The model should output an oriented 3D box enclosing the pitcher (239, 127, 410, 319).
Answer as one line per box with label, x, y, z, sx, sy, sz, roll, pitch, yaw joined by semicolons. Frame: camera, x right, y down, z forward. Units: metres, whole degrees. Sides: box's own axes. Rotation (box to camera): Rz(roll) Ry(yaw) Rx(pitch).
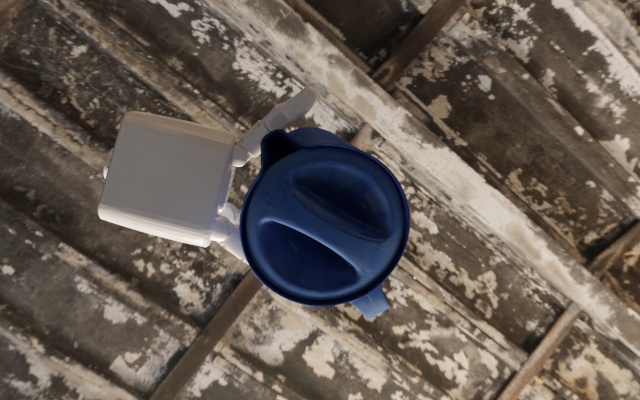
pitcher;0.000;0.001;0.481;0.145;0.149;0.242;12;14;-7
